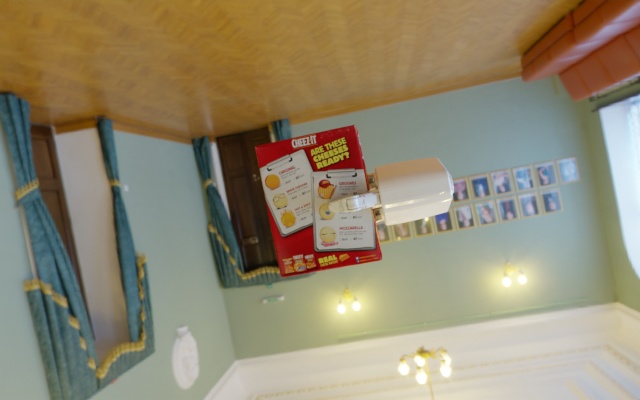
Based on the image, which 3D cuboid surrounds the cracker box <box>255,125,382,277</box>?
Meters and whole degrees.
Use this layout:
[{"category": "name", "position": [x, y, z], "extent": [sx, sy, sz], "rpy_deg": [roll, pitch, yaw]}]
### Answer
[{"category": "cracker box", "position": [0.000, 0.003, 0.769], "extent": [0.164, 0.213, 0.072], "rpy_deg": [-11, 1, 7]}]
